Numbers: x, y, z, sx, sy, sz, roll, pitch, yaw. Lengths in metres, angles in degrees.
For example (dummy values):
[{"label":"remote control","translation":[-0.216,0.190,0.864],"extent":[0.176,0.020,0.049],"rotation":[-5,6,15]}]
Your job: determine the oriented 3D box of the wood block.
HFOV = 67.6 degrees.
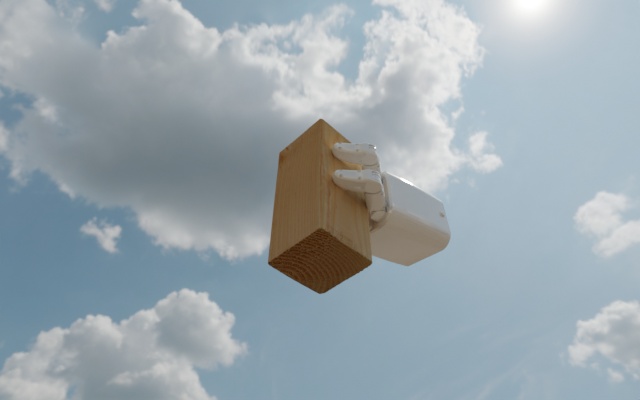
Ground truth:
[{"label":"wood block","translation":[0.000,0.002,0.623],"extent":[0.090,0.206,0.091],"rotation":[35,-56,-29]}]
